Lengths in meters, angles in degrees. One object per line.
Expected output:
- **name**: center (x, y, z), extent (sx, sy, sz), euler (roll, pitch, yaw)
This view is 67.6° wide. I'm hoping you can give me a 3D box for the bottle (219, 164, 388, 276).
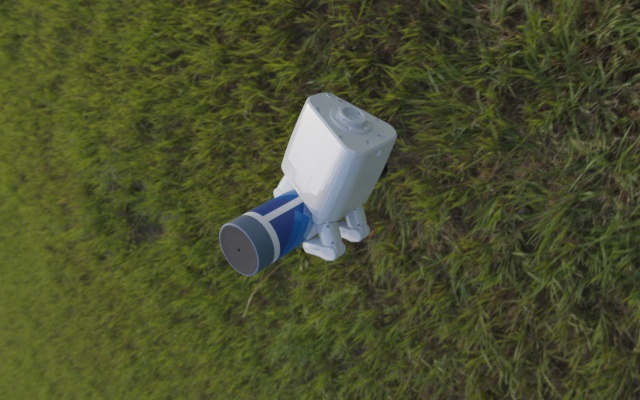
- **bottle**: center (0.000, 0.002, 0.639), extent (0.069, 0.069, 0.295), euler (0, 22, 43)
